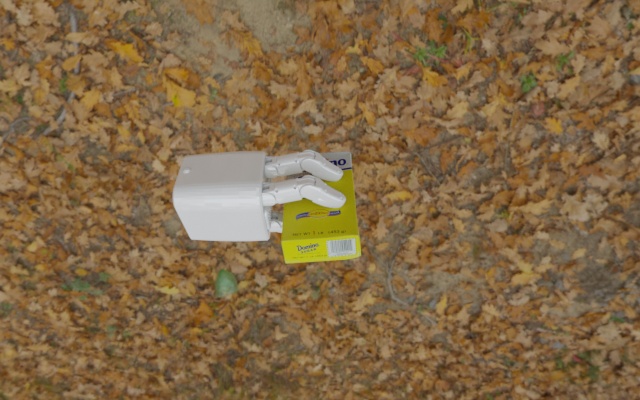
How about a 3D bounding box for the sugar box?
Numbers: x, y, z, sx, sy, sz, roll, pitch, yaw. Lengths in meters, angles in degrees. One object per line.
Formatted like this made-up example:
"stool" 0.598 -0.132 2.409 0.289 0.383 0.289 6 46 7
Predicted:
"sugar box" 0.000 0.002 0.625 0.093 0.048 0.176 -4 42 2
